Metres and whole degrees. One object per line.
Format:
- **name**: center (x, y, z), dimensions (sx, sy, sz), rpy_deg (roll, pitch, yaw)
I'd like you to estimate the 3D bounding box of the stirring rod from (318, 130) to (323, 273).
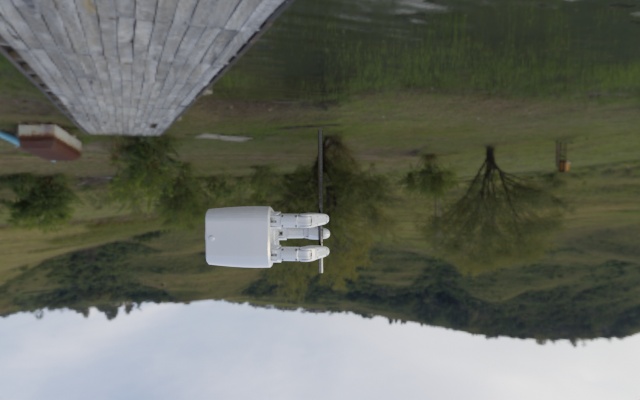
- **stirring rod**: center (0.000, 0.003, 0.804), dimensions (0.011, 0.239, 0.011), rpy_deg (0, 3, 0)
